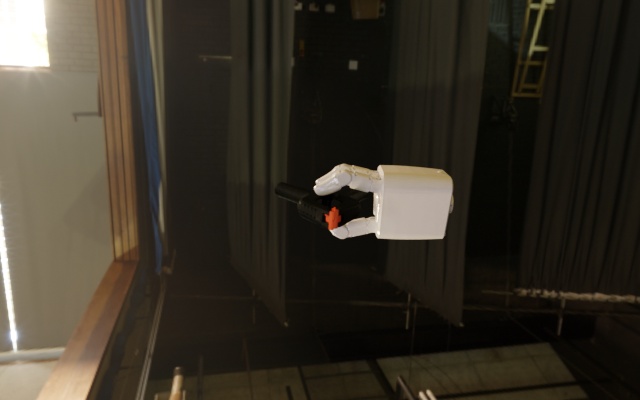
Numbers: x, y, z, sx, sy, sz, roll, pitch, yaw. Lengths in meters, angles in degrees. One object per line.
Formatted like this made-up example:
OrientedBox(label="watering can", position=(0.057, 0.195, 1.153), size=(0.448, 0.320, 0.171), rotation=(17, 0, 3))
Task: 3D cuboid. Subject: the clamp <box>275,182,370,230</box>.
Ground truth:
OrientedBox(label="clamp", position=(0.000, 0.003, 0.749), size=(0.164, 0.036, 0.210), rotation=(2, 13, 2))
